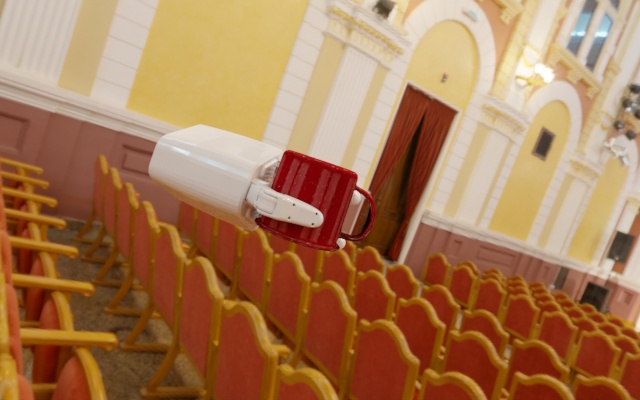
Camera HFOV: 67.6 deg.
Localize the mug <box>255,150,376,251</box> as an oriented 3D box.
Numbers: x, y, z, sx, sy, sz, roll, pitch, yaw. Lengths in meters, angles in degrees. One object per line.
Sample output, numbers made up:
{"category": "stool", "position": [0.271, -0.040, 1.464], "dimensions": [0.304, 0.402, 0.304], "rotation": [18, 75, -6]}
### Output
{"category": "mug", "position": [0.001, 0.002, 0.490], "dimensions": [0.117, 0.081, 0.093], "rotation": [20, 6, 6]}
